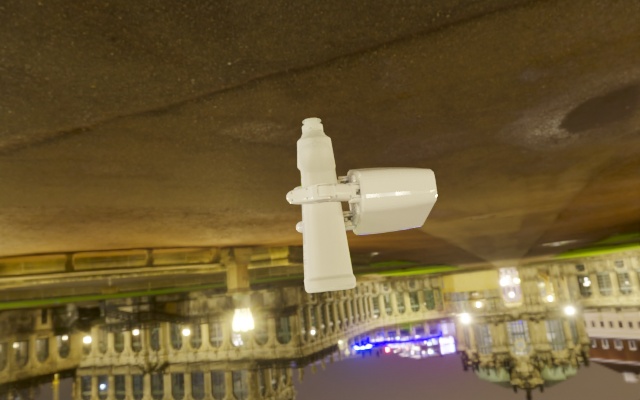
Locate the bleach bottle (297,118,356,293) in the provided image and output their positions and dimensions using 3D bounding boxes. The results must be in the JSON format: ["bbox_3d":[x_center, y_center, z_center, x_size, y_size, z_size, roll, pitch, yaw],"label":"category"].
[{"bbox_3d":[0.000,0.002,0.681,0.068,0.250,0.102,-5,-11,-6],"label":"bleach bottle"}]
